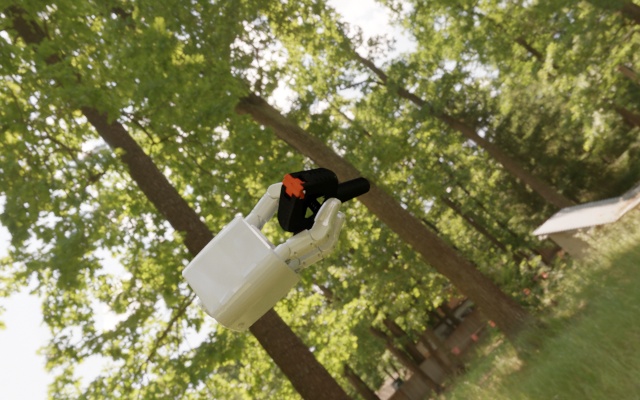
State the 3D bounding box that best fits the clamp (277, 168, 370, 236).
[{"bbox_3d":[-0.001,0.002,0.631,0.036,0.164,0.210,41,-9,20],"label":"clamp"}]
